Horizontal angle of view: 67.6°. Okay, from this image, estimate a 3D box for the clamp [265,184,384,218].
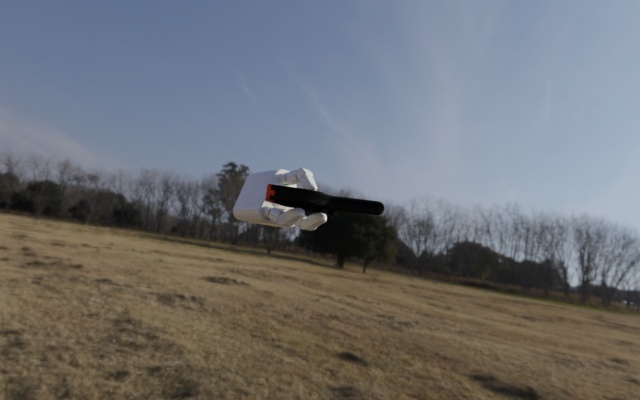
[{"bbox_3d":[0.000,0.002,0.867,0.210,0.036,0.164,14,-13,-41],"label":"clamp"}]
